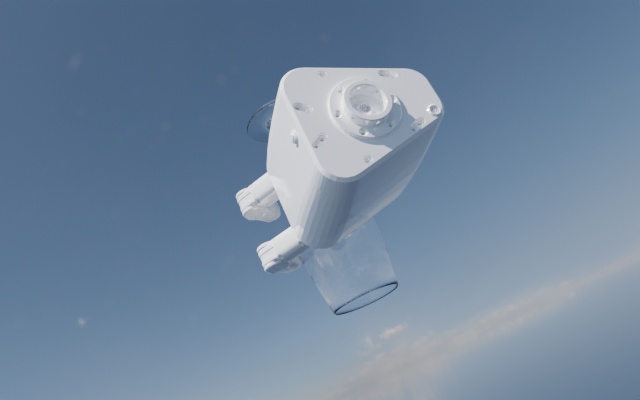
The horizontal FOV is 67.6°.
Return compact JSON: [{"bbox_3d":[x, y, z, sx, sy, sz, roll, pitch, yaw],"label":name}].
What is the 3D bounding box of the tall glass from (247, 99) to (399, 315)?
[{"bbox_3d":[0.000,0.001,0.446,0.079,0.201,0.079,-22,-21,-9],"label":"tall glass"}]
